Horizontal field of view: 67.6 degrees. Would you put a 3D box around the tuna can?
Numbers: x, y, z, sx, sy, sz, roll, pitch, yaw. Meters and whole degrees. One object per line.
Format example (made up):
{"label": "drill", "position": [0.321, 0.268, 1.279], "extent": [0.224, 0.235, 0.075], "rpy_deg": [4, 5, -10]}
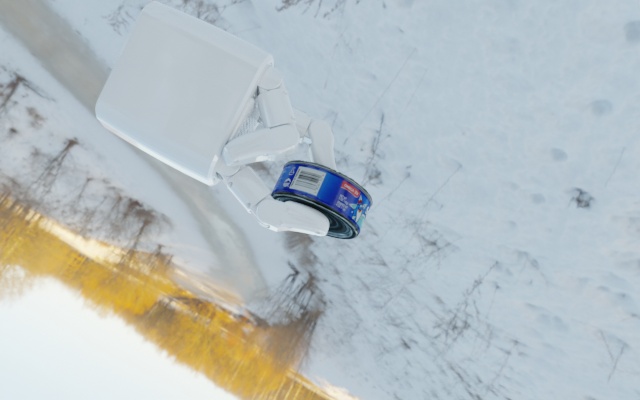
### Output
{"label": "tuna can", "position": [0.000, 0.002, 0.421], "extent": [0.086, 0.033, 0.086], "rpy_deg": [21, -18, 7]}
